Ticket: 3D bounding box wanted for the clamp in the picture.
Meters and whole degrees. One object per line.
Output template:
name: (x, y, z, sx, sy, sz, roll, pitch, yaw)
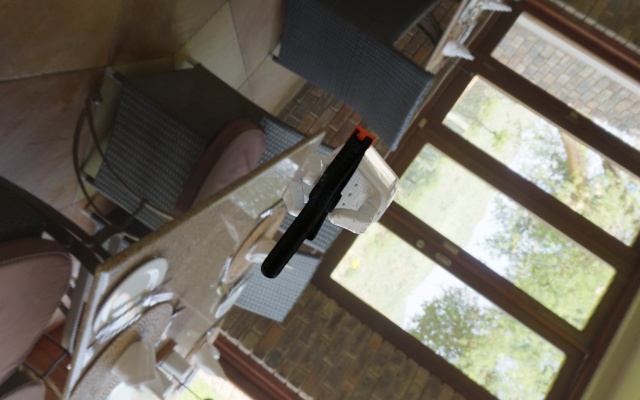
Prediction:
clamp: (0.001, 0.002, 0.608, 0.036, 0.210, 0.164, 35, 28, 6)
